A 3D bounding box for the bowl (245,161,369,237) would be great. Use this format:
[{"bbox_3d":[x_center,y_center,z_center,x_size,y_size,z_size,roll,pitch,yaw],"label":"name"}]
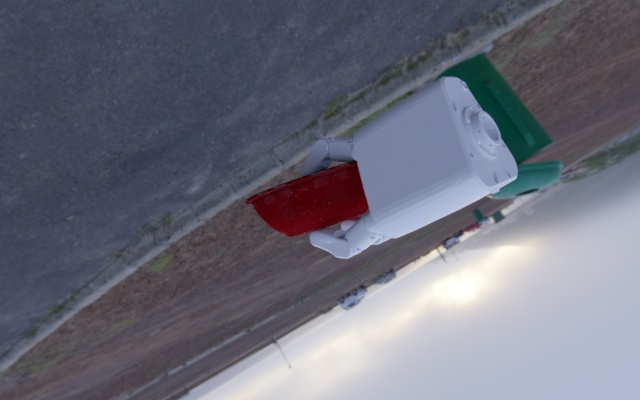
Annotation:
[{"bbox_3d":[0.000,0.002,0.538,0.162,0.055,0.162,-18,-1,0],"label":"bowl"}]
